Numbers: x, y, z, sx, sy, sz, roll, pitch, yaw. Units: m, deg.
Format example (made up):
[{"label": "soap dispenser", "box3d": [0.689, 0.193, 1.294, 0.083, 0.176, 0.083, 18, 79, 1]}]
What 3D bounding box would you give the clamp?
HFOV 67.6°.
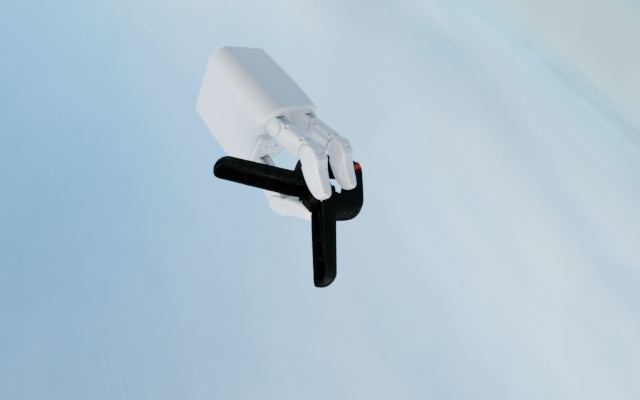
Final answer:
[{"label": "clamp", "box3d": [0.000, 0.002, 0.535, 0.036, 0.164, 0.210, -46, -14, 33]}]
